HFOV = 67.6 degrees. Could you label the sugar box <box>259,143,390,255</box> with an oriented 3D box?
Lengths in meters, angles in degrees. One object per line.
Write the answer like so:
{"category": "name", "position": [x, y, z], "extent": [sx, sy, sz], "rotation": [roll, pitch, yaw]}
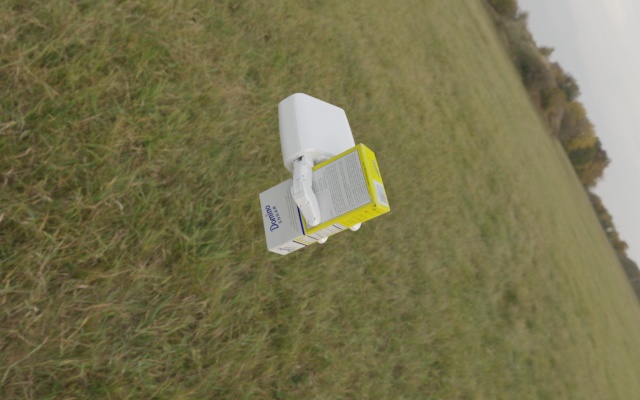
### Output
{"category": "sugar box", "position": [0.000, 0.002, 0.660], "extent": [0.176, 0.093, 0.048], "rotation": [-25, -28, 27]}
